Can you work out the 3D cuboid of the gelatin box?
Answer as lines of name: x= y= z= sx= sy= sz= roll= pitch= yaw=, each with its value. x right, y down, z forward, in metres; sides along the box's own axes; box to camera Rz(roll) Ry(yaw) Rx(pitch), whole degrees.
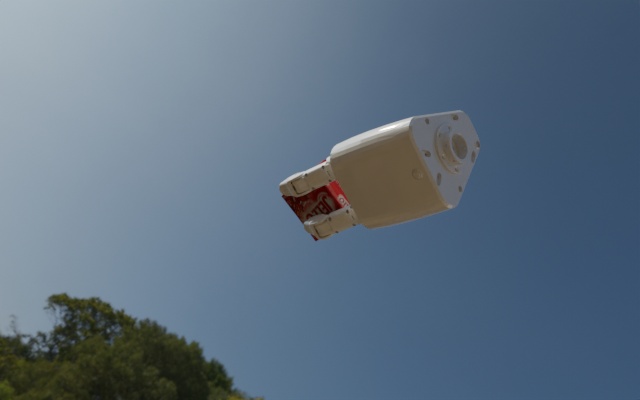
gelatin box: x=0.000 y=0.002 z=0.575 sx=0.030 sy=0.073 sz=0.089 roll=-38 pitch=0 yaw=-35
